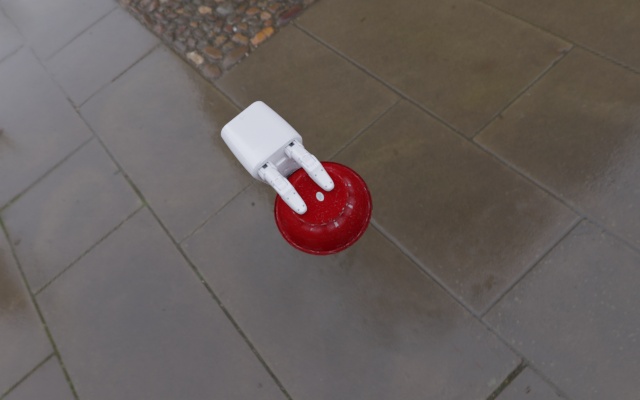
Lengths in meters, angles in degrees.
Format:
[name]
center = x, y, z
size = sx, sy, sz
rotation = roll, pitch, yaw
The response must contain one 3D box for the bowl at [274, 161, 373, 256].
[bowl]
center = 0.001, 0.003, 0.752
size = 0.162, 0.162, 0.055
rotation = 0, -18, 8
